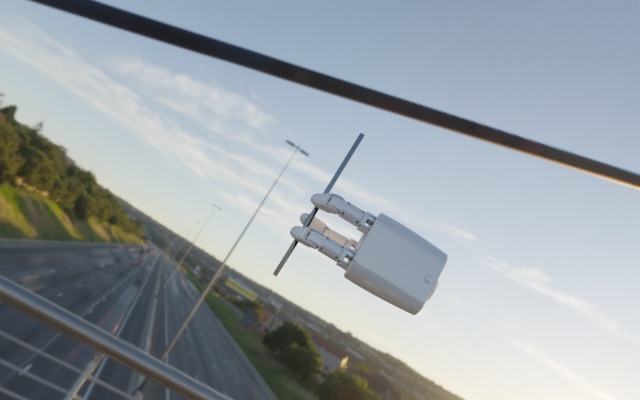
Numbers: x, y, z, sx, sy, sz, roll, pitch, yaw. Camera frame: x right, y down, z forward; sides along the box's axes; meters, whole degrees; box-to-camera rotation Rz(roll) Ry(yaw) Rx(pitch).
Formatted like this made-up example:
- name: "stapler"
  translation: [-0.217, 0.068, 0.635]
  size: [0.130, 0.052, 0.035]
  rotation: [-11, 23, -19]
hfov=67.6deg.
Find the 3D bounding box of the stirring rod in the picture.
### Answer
- name: "stirring rod"
  translation: [0.000, 0.002, 0.672]
  size: [0.011, 0.239, 0.011]
  rotation: [30, -14, 8]
